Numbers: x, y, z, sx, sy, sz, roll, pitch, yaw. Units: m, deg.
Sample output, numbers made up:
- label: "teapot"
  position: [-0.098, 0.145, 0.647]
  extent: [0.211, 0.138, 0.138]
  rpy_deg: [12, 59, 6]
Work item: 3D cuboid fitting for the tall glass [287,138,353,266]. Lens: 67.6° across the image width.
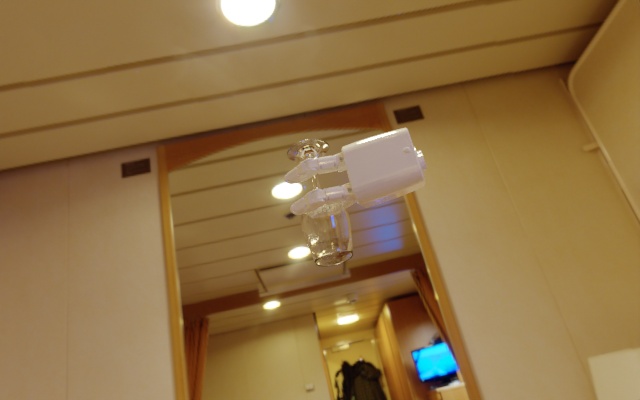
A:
- label: "tall glass"
  position: [0.000, 0.002, 0.777]
  extent: [0.079, 0.201, 0.079]
  rpy_deg: [-11, -25, -5]
